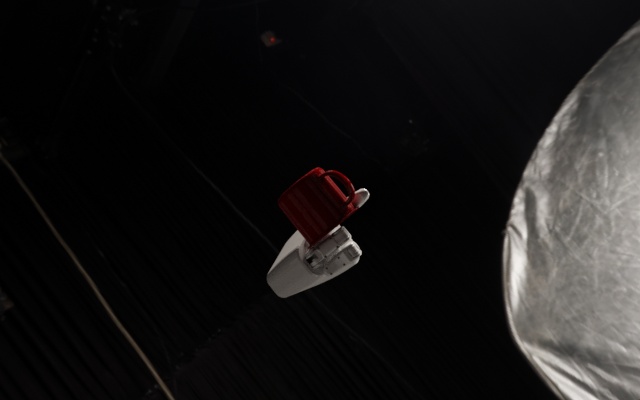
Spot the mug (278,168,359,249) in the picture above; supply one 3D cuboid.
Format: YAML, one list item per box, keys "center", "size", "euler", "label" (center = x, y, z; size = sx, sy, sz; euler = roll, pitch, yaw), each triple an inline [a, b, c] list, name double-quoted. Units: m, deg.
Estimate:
- center: [0.001, 0.001, 0.666]
  size: [0.093, 0.081, 0.117]
  euler: [-36, -4, -47]
  label: "mug"
